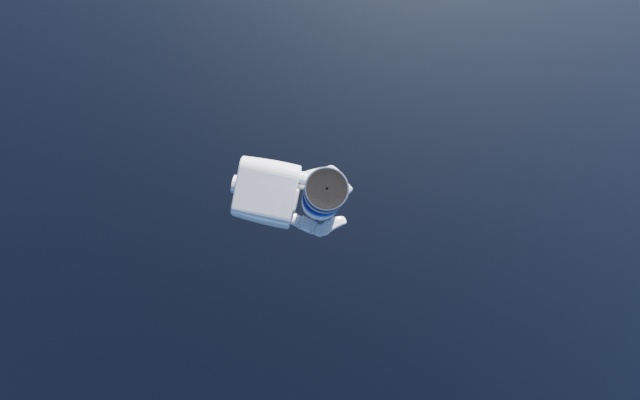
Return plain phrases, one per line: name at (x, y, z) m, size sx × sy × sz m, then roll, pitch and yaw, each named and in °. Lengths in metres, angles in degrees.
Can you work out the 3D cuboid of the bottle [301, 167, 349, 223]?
bottle at (0.000, 0.003, 0.846) m, size 0.069 × 0.069 × 0.296 m, roll 0°, pitch -8°, yaw -4°
